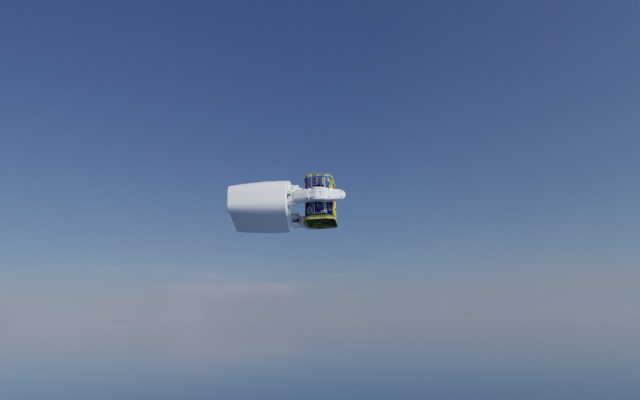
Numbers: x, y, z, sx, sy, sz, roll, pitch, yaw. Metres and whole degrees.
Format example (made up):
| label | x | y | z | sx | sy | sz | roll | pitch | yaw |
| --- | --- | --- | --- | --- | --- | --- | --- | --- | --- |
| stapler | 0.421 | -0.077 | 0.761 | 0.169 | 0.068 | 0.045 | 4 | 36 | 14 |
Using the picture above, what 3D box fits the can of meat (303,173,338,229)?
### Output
| label | x | y | z | sx | sy | sz | roll | pitch | yaw |
| --- | --- | --- | --- | --- | --- | --- | --- | --- | --- |
| can of meat | 0.000 | 0.003 | 0.883 | 0.057 | 0.084 | 0.102 | -3 | -14 | 5 |
